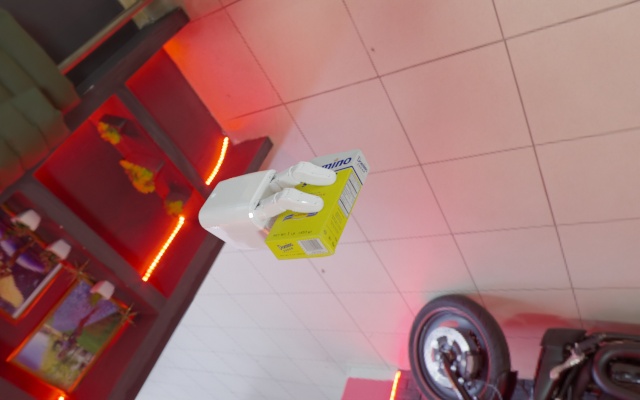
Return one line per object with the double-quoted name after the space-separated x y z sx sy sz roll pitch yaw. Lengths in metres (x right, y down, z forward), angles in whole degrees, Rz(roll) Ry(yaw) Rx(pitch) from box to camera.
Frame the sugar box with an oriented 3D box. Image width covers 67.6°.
0.000 0.002 0.667 0.093 0.176 0.048 -9 -49 33 "sugar box"
